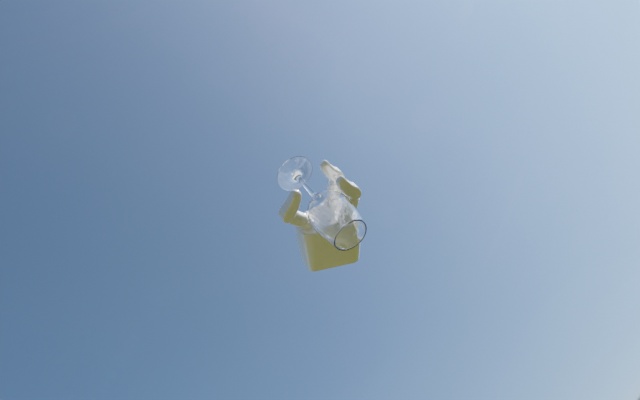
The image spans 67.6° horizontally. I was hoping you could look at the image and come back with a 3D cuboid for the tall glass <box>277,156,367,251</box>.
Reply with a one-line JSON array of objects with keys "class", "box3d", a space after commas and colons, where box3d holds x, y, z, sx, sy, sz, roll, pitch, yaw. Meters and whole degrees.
[{"class": "tall glass", "box3d": [0.000, 0.002, 0.831, 0.079, 0.079, 0.201, 0, 32, -35]}]
